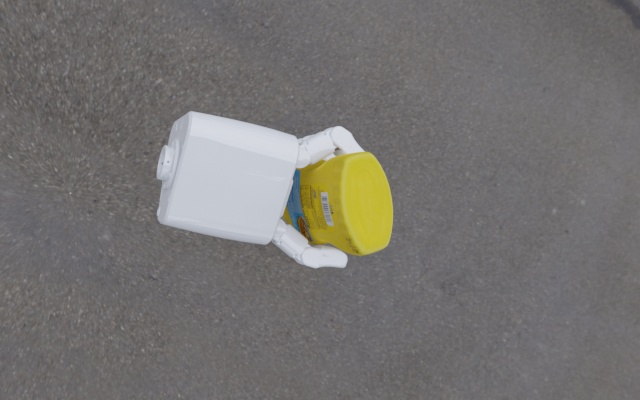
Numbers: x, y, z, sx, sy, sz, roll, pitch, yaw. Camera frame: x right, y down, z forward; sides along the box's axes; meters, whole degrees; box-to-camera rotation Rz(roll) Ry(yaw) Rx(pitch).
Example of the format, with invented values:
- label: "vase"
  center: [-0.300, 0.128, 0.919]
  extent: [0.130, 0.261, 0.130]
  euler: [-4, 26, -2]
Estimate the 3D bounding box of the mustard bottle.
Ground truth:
- label: "mustard bottle"
  center: [0.001, 0.002, 0.521]
  extent: [0.058, 0.096, 0.191]
  euler: [-16, 8, -27]
